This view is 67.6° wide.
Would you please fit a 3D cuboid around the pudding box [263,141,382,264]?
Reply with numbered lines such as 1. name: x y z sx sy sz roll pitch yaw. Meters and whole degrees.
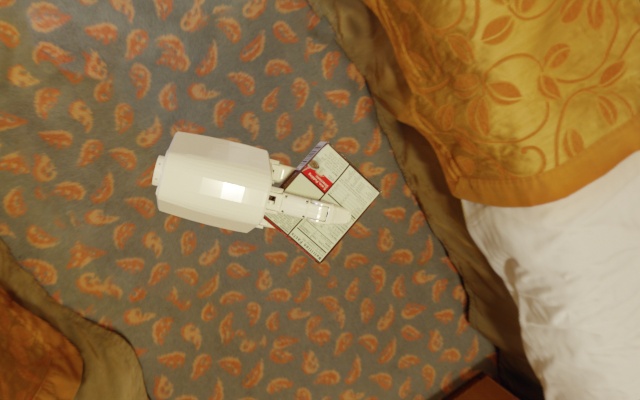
1. pudding box: 0.000 0.002 0.546 0.090 0.113 0.039 42 -3 -13
